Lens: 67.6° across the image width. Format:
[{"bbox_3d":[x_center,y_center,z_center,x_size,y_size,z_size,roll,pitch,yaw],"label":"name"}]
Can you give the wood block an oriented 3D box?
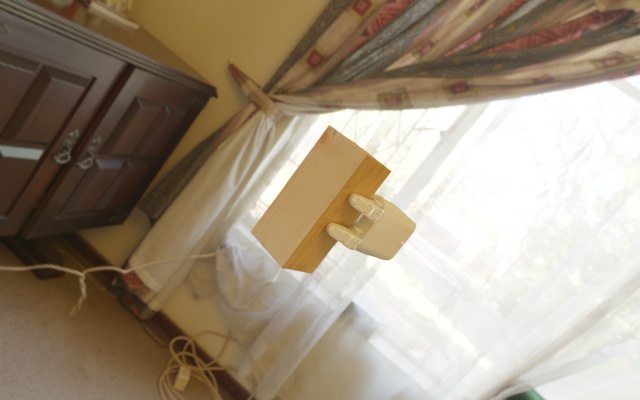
[{"bbox_3d":[0.000,0.002,0.735,0.090,0.206,0.090,43,11,33],"label":"wood block"}]
